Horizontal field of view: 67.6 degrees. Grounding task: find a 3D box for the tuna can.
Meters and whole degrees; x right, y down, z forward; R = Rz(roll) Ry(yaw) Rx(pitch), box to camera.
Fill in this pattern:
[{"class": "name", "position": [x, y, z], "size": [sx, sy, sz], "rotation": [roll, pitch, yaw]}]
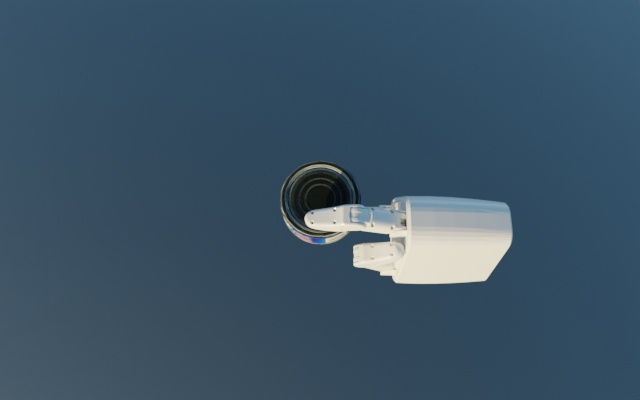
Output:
[{"class": "tuna can", "position": [0.000, 0.002, 0.507], "size": [0.086, 0.086, 0.034], "rotation": [0, -15, 2]}]
